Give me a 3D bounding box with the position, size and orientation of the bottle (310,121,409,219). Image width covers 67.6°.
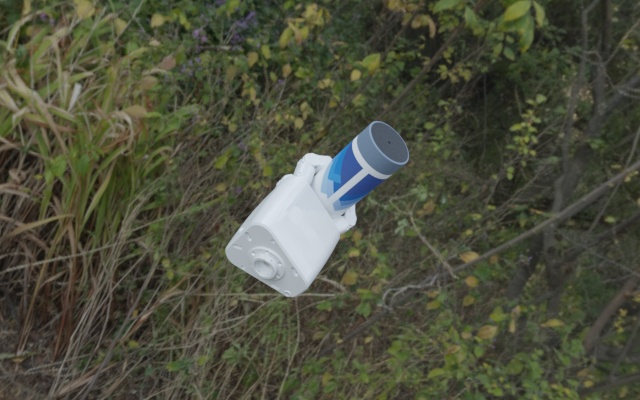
[{"bbox_3d":[0.000,0.002,0.687,0.069,0.069,0.296,0,-31,-43],"label":"bottle"}]
